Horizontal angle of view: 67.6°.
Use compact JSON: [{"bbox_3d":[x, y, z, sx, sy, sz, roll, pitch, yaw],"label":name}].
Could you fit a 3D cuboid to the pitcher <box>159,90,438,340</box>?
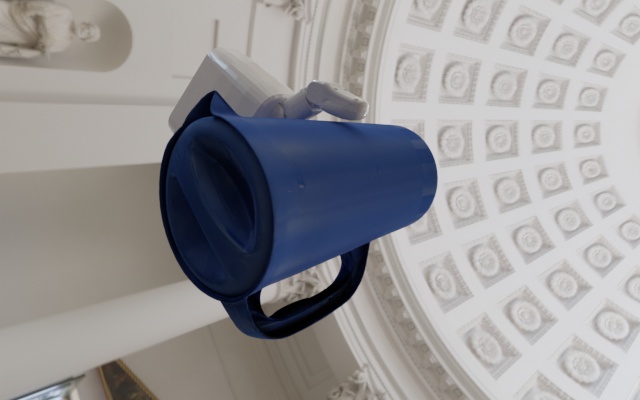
[{"bbox_3d":[0.000,0.001,0.416,0.243,0.149,0.145,-11,45,-47],"label":"pitcher"}]
